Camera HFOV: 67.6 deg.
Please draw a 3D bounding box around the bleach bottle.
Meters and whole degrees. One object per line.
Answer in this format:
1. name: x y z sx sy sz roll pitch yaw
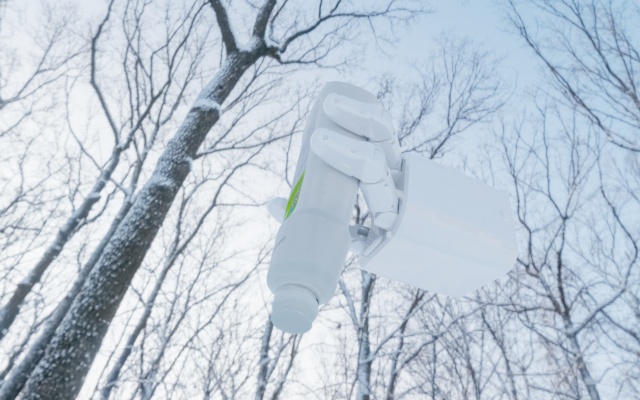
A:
1. bleach bottle: 0.000 0.001 0.406 0.068 0.250 0.103 19 -46 -4
